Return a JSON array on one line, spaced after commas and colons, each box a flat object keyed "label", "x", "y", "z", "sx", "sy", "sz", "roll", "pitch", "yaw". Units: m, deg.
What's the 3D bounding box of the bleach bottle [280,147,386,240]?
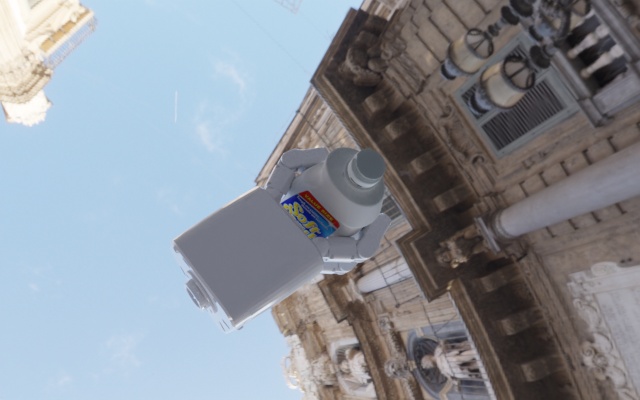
[{"label": "bleach bottle", "x": 0.000, "y": 0.002, "z": 0.524, "sx": 0.068, "sy": 0.102, "sz": 0.251, "roll": -32, "pitch": -6, "yaw": -26}]
